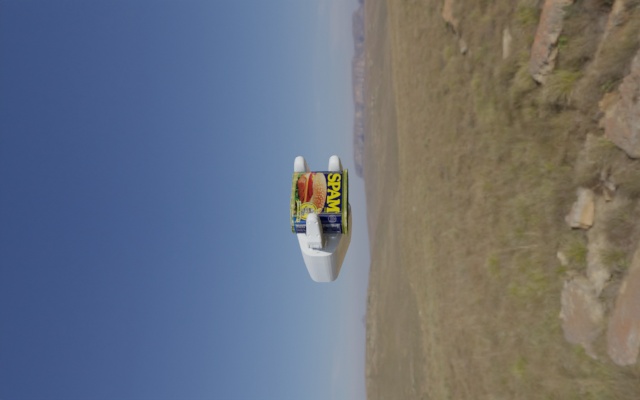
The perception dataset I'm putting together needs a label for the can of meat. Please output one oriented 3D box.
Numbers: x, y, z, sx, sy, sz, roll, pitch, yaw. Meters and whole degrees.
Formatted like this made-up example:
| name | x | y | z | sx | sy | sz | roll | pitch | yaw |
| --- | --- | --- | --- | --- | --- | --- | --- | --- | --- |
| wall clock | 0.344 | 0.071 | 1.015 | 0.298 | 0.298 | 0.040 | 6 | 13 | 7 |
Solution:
| name | x | y | z | sx | sy | sz | roll | pitch | yaw |
| --- | --- | --- | --- | --- | --- | --- | --- | --- | --- |
| can of meat | 0.000 | 0.002 | 0.727 | 0.084 | 0.102 | 0.057 | -1 | -32 | 6 |
